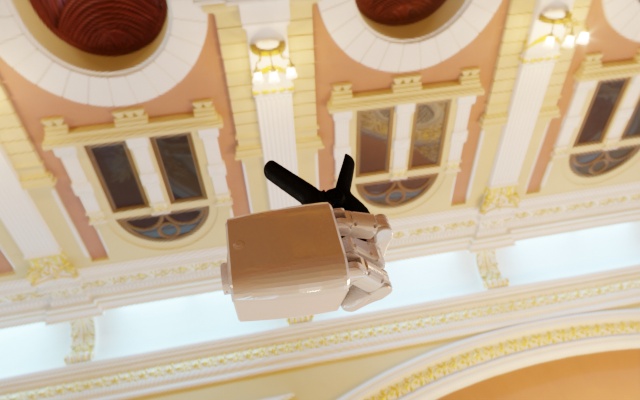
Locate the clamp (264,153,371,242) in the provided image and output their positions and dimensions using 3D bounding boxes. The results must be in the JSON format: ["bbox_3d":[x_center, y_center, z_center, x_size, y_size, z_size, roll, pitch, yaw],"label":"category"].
[{"bbox_3d":[0.000,0.002,0.561,0.120,0.039,0.171,-5,42,-11],"label":"clamp"}]
